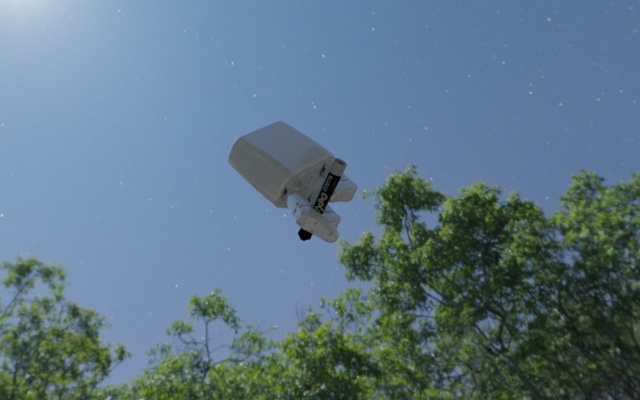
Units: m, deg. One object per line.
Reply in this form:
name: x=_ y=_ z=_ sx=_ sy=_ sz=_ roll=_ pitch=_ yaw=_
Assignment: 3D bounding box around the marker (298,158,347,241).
marker: x=0.000 y=0.002 z=0.602 sx=0.020 sy=0.121 sz=0.020 roll=20 pitch=27 yaw=-11
